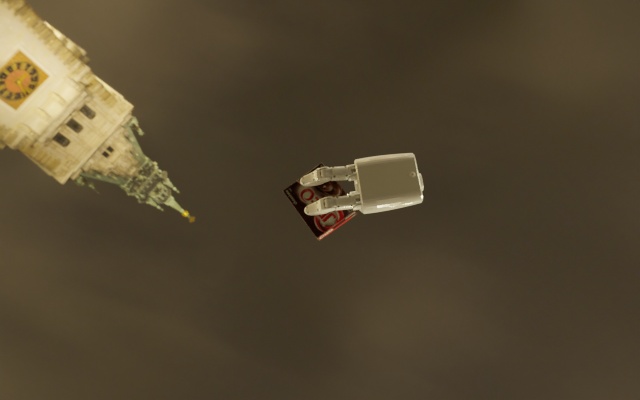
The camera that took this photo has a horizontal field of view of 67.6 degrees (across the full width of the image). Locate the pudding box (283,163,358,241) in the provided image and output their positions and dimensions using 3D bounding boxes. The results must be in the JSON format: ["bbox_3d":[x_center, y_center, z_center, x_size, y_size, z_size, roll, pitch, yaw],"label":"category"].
[{"bbox_3d":[0.000,0.003,0.870,0.090,0.113,0.039,-36,-17,-4],"label":"pudding box"}]
